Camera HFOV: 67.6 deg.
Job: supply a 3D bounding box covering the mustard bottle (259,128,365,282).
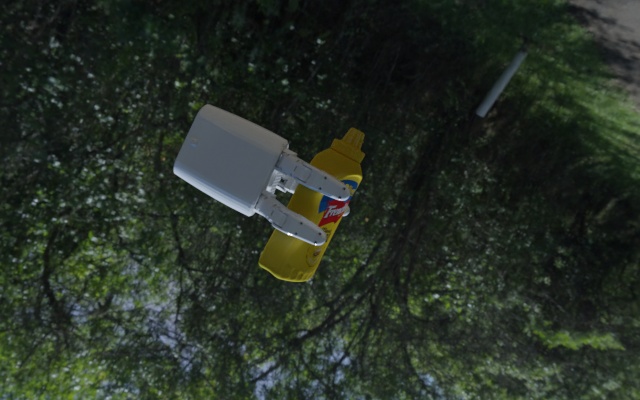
[{"bbox_3d":[0.000,0.002,0.572,0.058,0.191,0.096,30,7,26],"label":"mustard bottle"}]
